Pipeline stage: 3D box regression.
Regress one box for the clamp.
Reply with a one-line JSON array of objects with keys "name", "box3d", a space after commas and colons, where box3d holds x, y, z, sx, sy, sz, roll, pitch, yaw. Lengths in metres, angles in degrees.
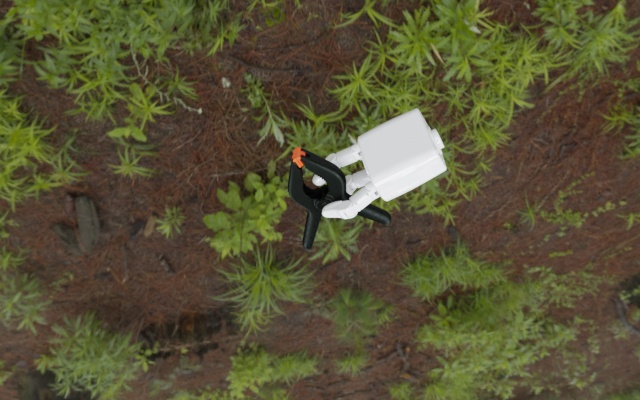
[{"name": "clamp", "box3d": [0.000, 0.003, 0.783, 0.164, 0.036, 0.210, -26, -52, 19]}]
